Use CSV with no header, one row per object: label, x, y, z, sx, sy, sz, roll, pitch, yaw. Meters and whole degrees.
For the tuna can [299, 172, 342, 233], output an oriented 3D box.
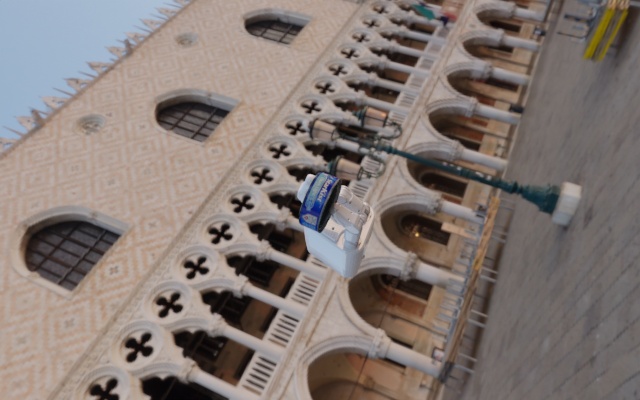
tuna can,0.000,0.002,0.700,0.034,0.086,0.086,22,4,10
